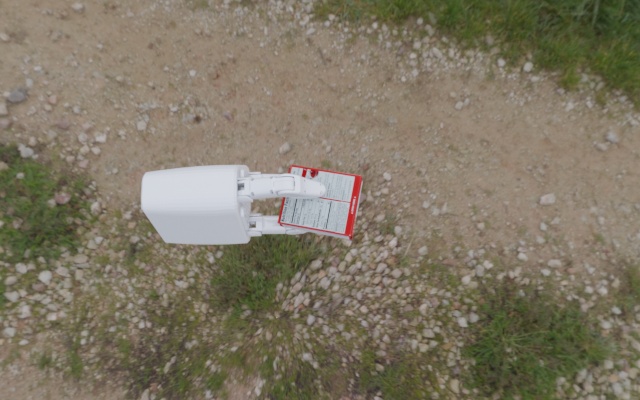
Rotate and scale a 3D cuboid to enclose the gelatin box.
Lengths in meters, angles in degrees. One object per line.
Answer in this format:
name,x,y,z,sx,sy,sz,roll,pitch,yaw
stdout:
gelatin box,0.000,0.002,0.563,0.089,0.073,0.030,9,-12,8
